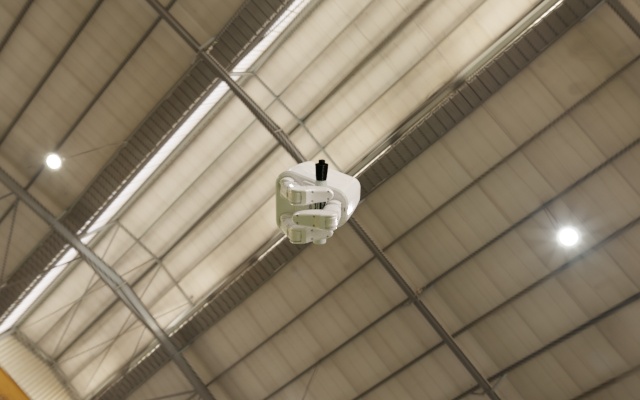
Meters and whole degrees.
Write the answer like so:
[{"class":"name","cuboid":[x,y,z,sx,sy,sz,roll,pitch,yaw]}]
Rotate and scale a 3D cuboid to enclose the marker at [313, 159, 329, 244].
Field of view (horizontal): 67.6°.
[{"class":"marker","cuboid":[0.000,0.002,0.671,0.020,0.121,0.020,2,16,0]}]
